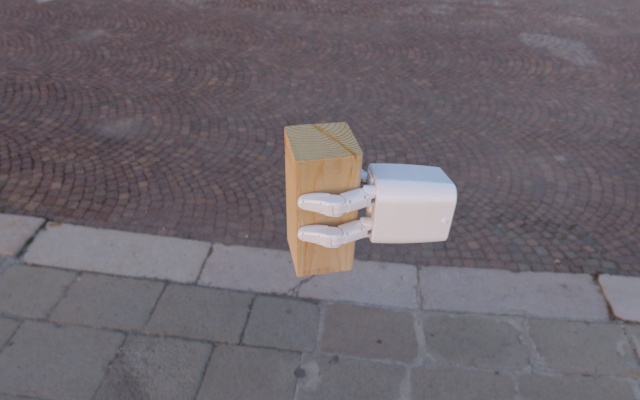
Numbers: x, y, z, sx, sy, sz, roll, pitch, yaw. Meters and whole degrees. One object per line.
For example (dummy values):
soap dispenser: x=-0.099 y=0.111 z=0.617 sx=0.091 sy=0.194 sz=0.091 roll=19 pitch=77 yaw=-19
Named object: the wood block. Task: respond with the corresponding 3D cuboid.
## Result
wood block: x=0.000 y=0.002 z=0.686 sx=0.090 sy=0.206 sz=0.090 roll=-6 pitch=38 yaw=-10
